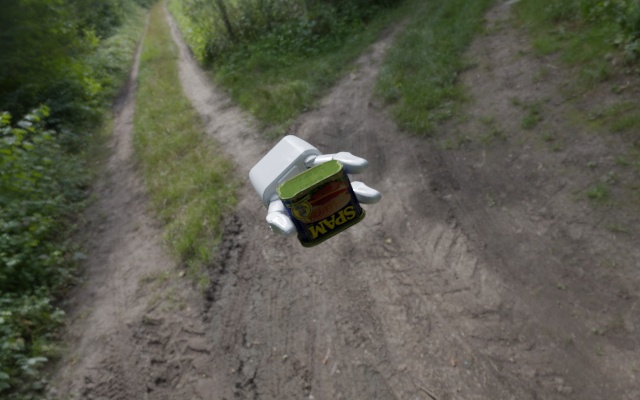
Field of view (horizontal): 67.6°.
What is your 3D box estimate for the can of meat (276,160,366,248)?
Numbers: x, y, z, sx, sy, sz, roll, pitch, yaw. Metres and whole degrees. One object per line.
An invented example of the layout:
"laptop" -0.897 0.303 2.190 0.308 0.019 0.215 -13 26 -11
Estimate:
"can of meat" 0.000 0.002 0.659 0.102 0.084 0.057 -28 29 -6
